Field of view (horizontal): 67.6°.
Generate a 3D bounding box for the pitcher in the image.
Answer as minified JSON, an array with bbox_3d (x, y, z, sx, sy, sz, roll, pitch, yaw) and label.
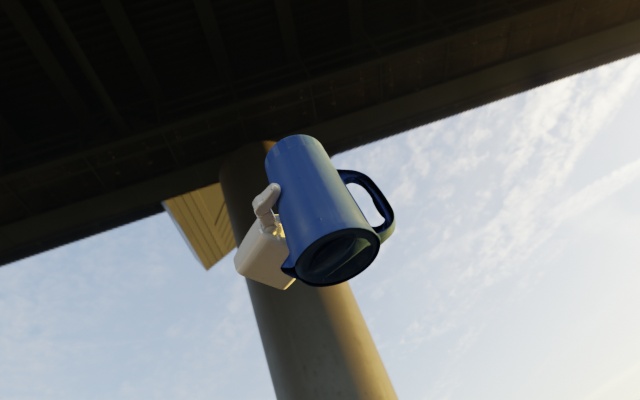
[{"bbox_3d":[0.000,0.003,0.765,0.149,0.242,0.145,12,-52,-35],"label":"pitcher"}]
